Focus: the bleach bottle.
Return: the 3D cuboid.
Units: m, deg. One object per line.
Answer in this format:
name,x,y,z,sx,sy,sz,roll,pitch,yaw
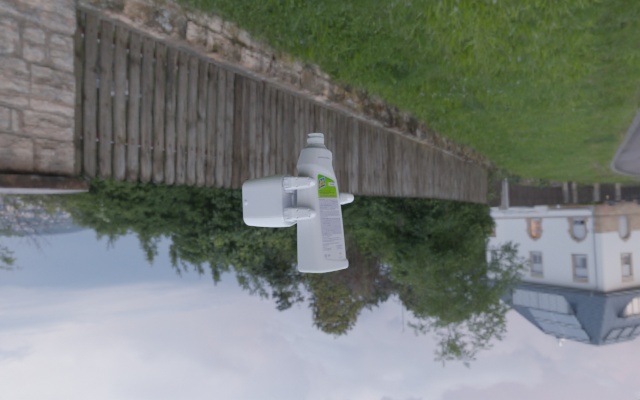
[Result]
bleach bottle,0.000,0.003,0.885,0.068,0.251,0.102,-3,-2,35
